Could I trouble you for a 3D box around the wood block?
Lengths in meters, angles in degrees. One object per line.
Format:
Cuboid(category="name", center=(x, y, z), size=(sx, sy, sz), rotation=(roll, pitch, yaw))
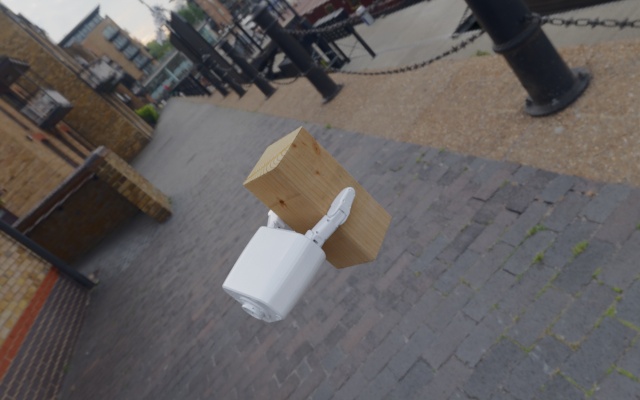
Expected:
Cuboid(category="wood block", center=(0.000, 0.002, 0.721), size=(0.206, 0.090, 0.091), rotation=(44, -38, -21))
